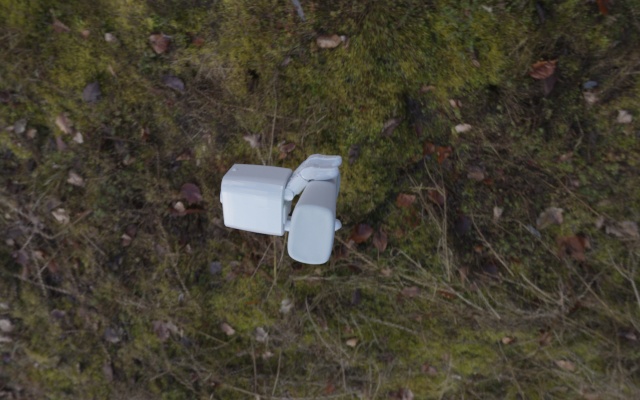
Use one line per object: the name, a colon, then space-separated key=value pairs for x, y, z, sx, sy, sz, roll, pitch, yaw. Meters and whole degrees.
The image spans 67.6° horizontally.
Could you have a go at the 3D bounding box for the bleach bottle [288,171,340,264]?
bleach bottle: x=0.000 y=0.003 z=0.818 sx=0.068 sy=0.103 sz=0.250 roll=9 pitch=23 yaw=3
